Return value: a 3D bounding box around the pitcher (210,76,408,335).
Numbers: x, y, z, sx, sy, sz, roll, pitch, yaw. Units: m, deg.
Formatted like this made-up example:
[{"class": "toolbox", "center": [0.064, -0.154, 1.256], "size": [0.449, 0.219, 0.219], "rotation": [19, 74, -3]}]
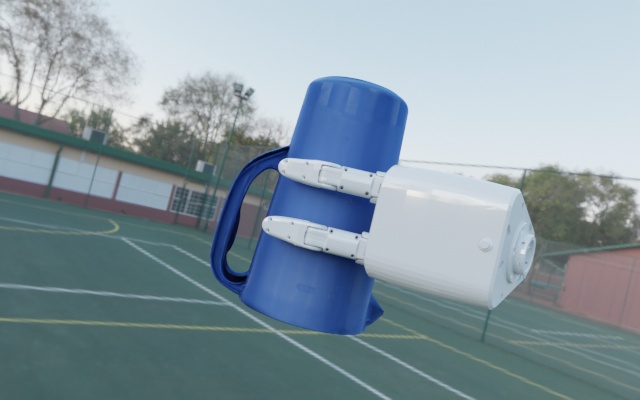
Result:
[{"class": "pitcher", "center": [0.000, 0.002, 0.491], "size": [0.145, 0.243, 0.149], "rotation": [13, -2, 37]}]
